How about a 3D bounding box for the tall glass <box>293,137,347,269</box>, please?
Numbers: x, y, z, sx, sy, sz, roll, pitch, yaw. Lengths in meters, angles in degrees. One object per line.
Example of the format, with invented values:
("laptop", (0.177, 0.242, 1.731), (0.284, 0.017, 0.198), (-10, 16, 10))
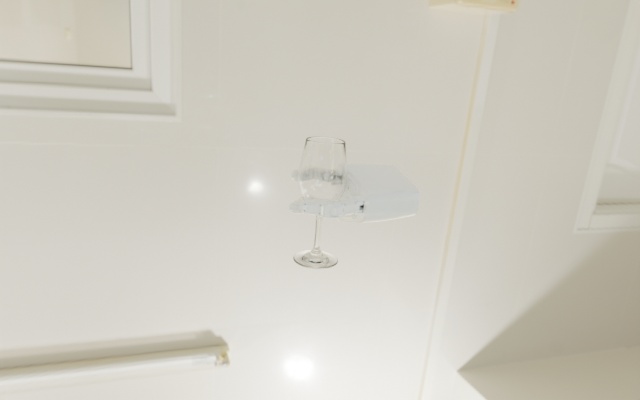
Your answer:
("tall glass", (0.000, 0.003, 0.761), (0.079, 0.201, 0.079), (4, 17, -1))
